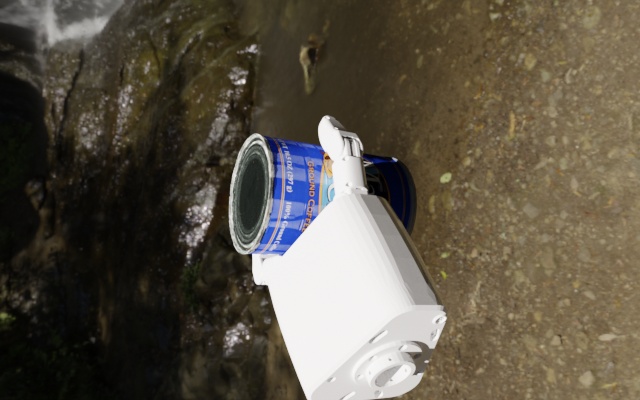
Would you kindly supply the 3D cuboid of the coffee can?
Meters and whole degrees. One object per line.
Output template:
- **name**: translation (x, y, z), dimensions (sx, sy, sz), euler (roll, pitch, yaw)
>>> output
- **coffee can**: translation (0.000, 0.001, 0.434), dimensions (0.140, 0.103, 0.103), euler (7, -3, -27)
